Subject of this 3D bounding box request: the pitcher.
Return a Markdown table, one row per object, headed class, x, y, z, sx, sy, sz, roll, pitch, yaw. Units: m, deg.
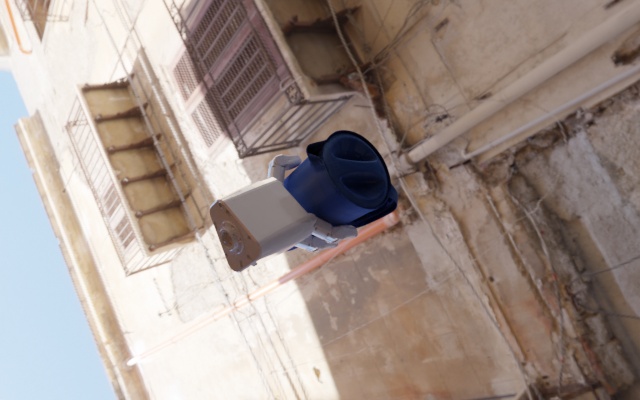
| class | x | y | z | sx | sy | sz | roll | pitch | yaw |
| --- | --- | --- | --- | --- | --- | --- | --- | --- | --- |
| pitcher | 0.000 | 0.003 | 0.802 | 0.145 | 0.149 | 0.243 | -25 | -6 | -44 |
